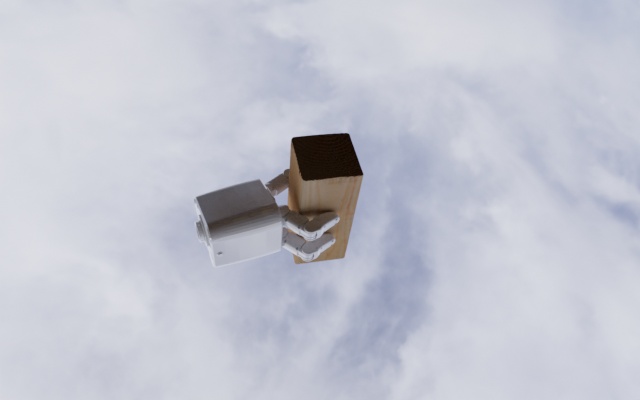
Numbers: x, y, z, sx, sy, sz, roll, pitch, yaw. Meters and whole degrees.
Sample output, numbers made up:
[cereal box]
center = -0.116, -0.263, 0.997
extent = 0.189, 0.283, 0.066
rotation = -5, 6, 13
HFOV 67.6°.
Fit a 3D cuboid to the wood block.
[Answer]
[wood block]
center = 0.000, 0.002, 0.751
extent = 0.090, 0.090, 0.206
rotation = -6, -39, -12
